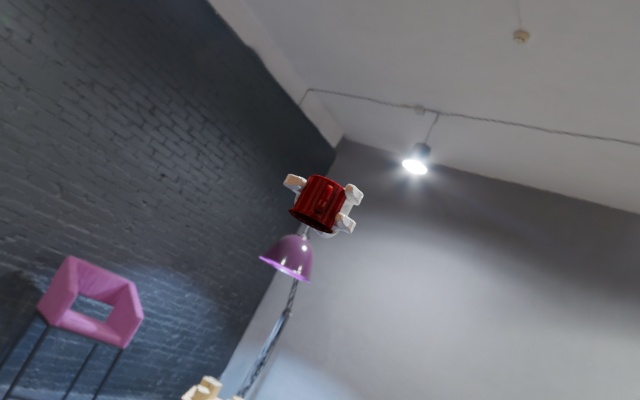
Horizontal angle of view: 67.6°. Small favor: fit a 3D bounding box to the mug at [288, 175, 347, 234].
[{"bbox_3d":[0.000,0.002,0.885,0.093,0.081,0.117,27,-13,0],"label":"mug"}]
